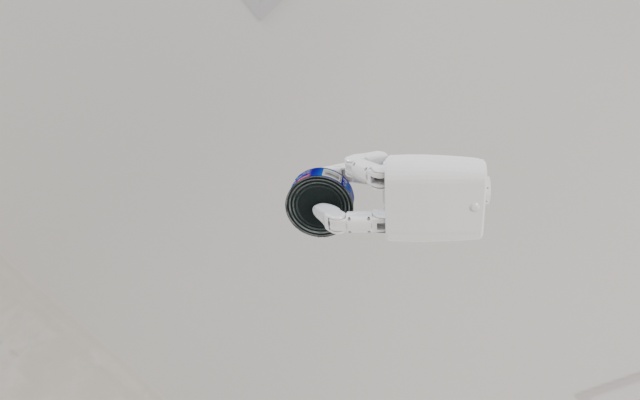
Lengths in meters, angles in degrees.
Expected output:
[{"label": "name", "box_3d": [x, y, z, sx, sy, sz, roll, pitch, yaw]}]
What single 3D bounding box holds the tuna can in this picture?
[{"label": "tuna can", "box_3d": [0.000, 0.002, 0.609, 0.086, 0.086, 0.033, 0, 27, 8]}]
